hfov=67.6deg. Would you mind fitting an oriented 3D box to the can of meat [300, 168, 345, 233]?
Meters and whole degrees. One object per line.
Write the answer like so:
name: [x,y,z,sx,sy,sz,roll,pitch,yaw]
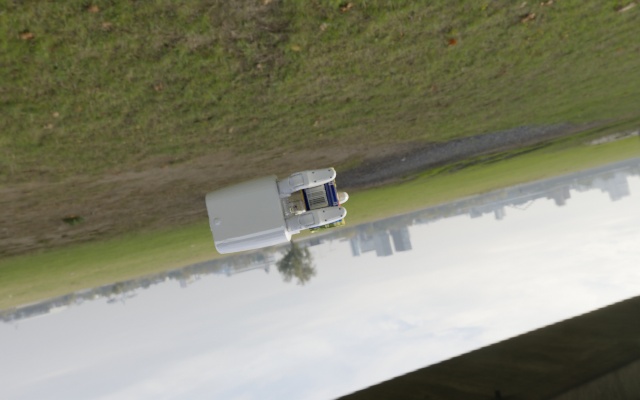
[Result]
can of meat: [0.000,0.003,0.712,0.057,0.084,0.102,-13,-4,-1]
